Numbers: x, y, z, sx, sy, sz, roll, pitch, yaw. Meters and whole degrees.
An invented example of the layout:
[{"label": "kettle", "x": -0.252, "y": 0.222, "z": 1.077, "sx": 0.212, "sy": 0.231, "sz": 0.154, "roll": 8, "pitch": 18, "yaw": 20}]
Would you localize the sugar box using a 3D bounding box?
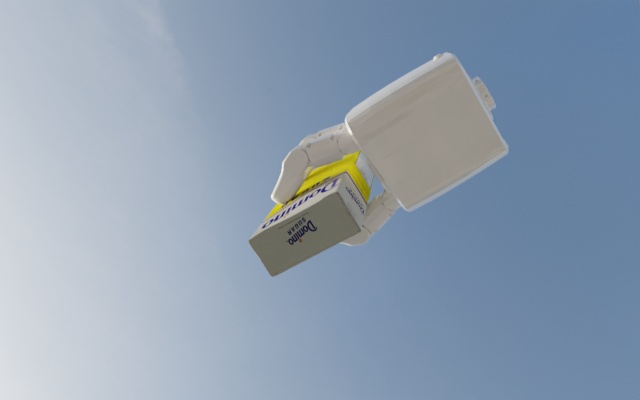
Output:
[{"label": "sugar box", "x": 0.000, "y": 0.001, "z": 0.471, "sx": 0.093, "sy": 0.048, "sz": 0.176, "roll": -29, "pitch": 9, "yaw": 18}]
